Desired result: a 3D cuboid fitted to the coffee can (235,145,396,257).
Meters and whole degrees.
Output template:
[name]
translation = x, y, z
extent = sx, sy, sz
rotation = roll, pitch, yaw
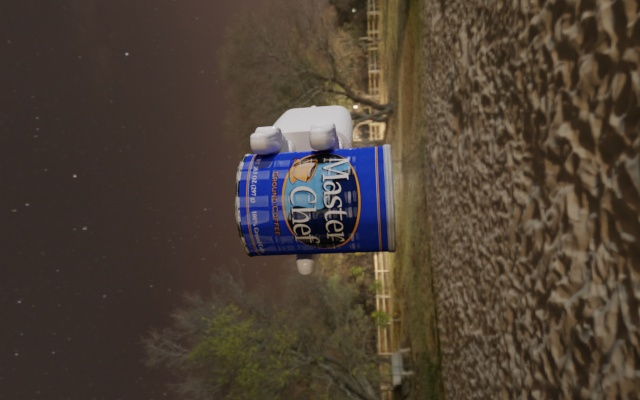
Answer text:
[coffee can]
translation = 0.000, 0.002, 0.463
extent = 0.140, 0.103, 0.103
rotation = -3, 0, 8
